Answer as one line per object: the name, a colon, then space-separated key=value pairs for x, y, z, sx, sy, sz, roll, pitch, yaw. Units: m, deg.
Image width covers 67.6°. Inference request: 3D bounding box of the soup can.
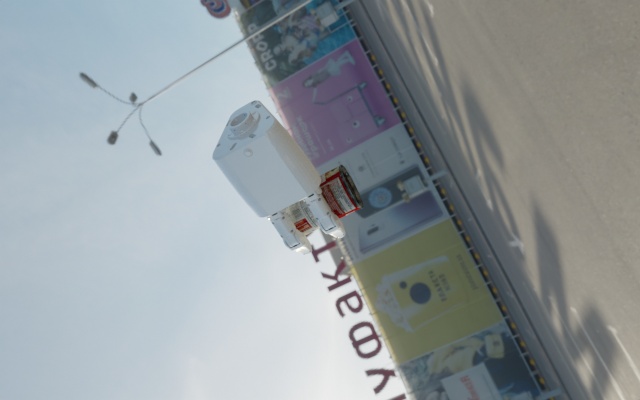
soup can: x=0.000 y=0.003 z=0.677 sx=0.102 sy=0.068 sz=0.068 roll=-27 pitch=-6 yaw=12
